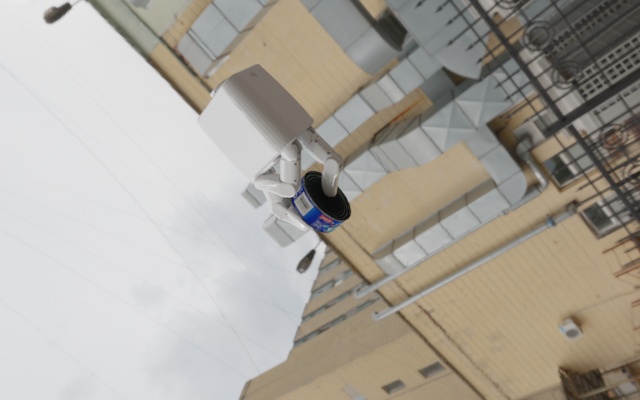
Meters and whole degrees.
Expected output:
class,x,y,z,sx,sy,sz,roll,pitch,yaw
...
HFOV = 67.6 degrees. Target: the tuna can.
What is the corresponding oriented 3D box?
class,x,y,z,sx,sy,sz,roll,pitch,yaw
tuna can,0.000,0.003,0.662,0.034,0.086,0.086,-42,-24,29
